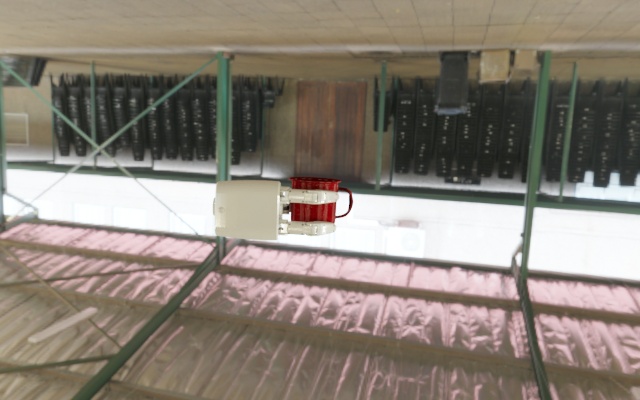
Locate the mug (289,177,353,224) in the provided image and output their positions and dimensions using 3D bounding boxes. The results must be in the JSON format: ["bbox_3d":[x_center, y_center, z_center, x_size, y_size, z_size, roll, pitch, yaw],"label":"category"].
[{"bbox_3d":[0.002,0.003,0.852,0.117,0.081,0.093,3,7,-1],"label":"mug"}]
